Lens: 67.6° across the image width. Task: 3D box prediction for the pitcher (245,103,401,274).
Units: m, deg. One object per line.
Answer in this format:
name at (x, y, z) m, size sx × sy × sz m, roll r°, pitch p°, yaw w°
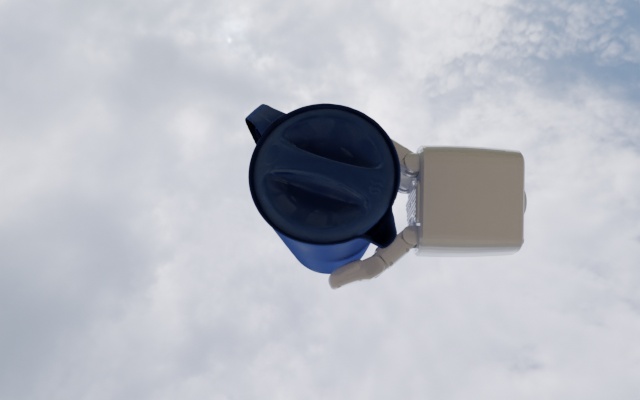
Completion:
pitcher at (0.000, 0.002, 0.525) m, size 0.145 × 0.149 × 0.243 m, roll -1°, pitch -18°, yaw 2°
